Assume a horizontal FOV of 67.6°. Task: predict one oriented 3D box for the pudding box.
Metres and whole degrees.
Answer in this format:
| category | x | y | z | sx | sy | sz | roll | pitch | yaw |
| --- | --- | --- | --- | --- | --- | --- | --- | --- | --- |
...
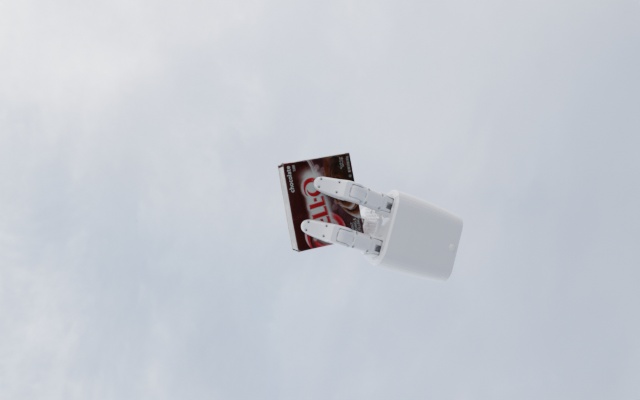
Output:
| category | x | y | z | sx | sy | sz | roll | pitch | yaw |
| --- | --- | --- | --- | --- | --- | --- | --- | --- | --- |
| pudding box | 0.000 | 0.002 | 0.606 | 0.090 | 0.113 | 0.039 | -11 | 1 | -19 |
